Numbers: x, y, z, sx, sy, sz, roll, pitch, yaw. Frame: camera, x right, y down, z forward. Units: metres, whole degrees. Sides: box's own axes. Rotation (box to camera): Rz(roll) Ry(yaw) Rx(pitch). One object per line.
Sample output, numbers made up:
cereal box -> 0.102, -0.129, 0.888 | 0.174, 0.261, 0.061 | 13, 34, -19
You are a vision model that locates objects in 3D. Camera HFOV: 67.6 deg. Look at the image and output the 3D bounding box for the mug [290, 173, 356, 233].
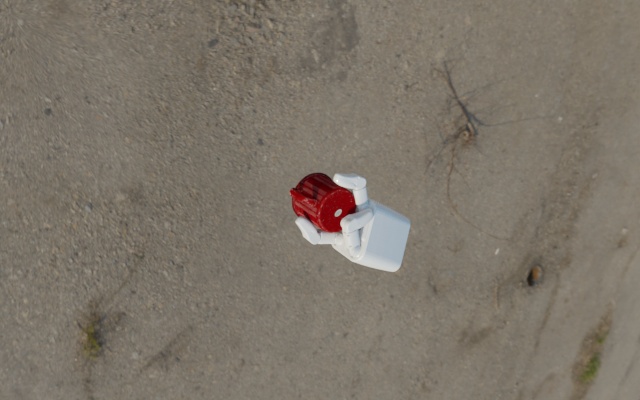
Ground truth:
mug -> -0.001, 0.002, 0.829 | 0.117, 0.093, 0.081 | 21, 6, -37
